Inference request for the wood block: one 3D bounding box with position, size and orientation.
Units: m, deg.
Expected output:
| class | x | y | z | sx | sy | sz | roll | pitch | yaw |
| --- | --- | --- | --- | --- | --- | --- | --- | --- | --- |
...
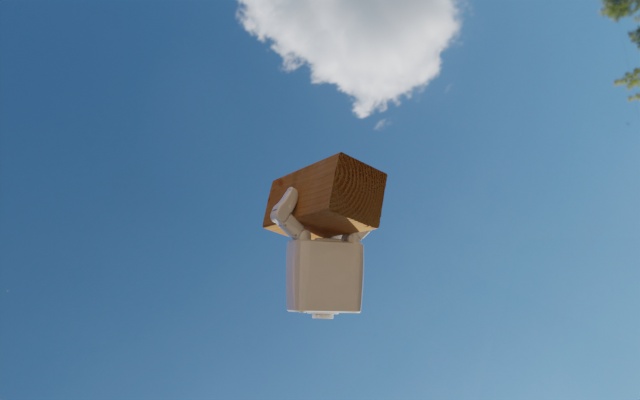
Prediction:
| class | x | y | z | sx | sy | sz | roll | pitch | yaw |
| --- | --- | --- | --- | --- | --- | --- | --- | --- | --- |
| wood block | 0.000 | 0.003 | 0.755 | 0.091 | 0.090 | 0.206 | 22 | -20 | -28 |
